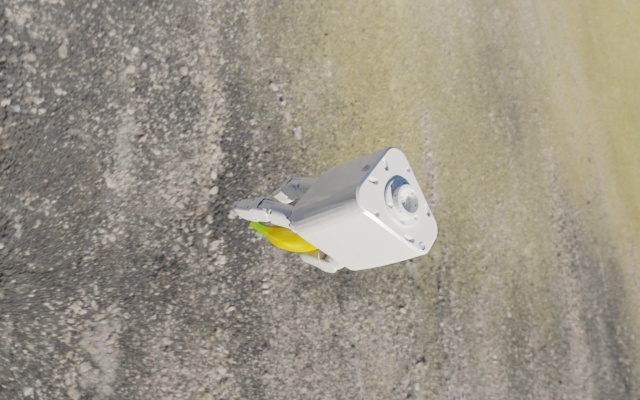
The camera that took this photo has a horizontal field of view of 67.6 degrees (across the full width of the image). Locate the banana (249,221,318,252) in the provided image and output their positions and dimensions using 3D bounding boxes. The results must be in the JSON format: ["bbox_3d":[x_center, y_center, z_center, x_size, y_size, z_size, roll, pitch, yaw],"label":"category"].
[{"bbox_3d":[0.005,0.020,0.619,0.197,0.069,0.037,-23,-2,-39],"label":"banana"}]
